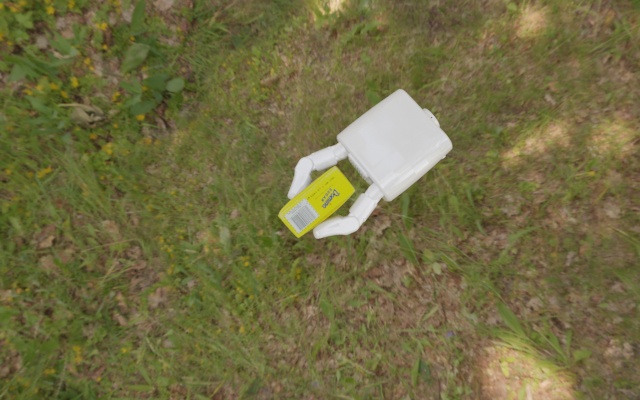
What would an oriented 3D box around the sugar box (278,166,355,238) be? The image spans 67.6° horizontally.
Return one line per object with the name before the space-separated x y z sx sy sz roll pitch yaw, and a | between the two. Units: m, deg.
sugar box | 0.001 0.002 0.655 0.093 0.048 0.176 -39 -4 3
